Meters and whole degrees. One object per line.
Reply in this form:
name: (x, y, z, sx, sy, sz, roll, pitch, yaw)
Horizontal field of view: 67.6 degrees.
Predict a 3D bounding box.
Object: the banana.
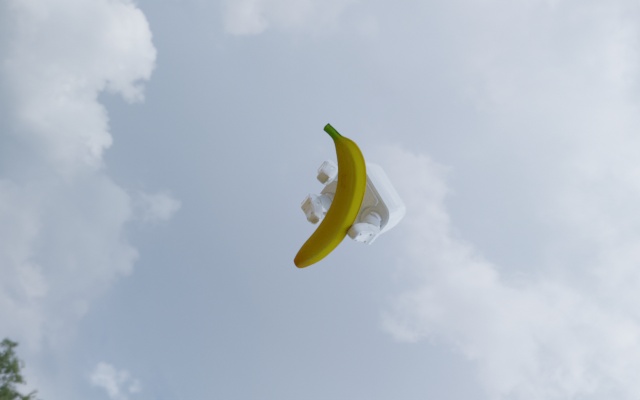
banana: (0.018, 0.004, 0.619, 0.069, 0.198, 0.037, 16, 14, 11)
